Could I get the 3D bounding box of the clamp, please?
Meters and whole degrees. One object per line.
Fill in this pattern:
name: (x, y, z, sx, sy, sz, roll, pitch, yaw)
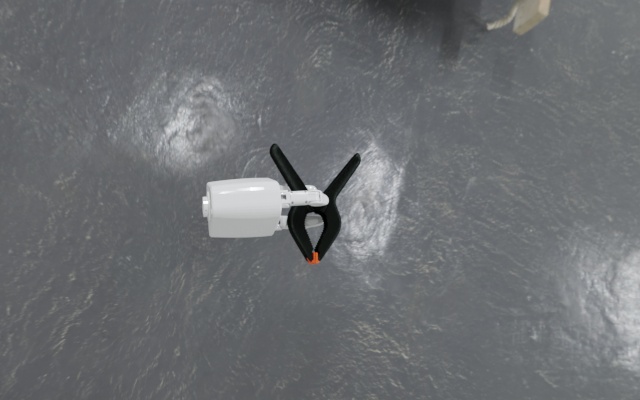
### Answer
clamp: (0.000, 0.003, 0.824, 0.164, 0.210, 0.036, -3, -9, -16)
